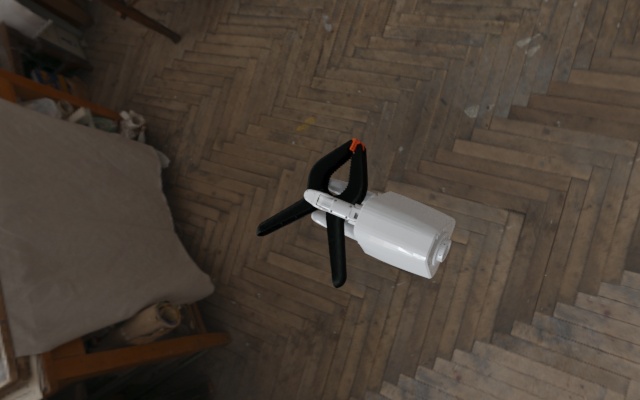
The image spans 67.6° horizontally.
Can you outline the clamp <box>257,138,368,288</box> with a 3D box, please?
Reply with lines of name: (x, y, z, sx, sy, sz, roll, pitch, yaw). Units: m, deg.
clamp: (0.000, 0.002, 0.711, 0.164, 0.210, 0.036, 23, 2, 24)
